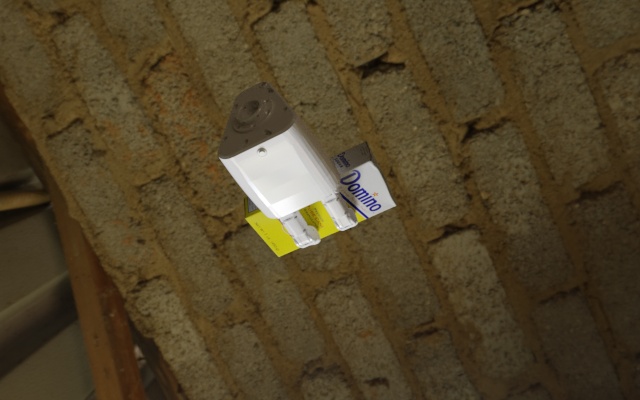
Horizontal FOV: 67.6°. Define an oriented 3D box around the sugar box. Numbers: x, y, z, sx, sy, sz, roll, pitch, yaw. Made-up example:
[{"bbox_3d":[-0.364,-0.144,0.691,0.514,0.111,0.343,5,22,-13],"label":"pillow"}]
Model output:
[{"bbox_3d":[0.000,0.002,0.619,0.176,0.048,0.093,-23,-47,13],"label":"sugar box"}]
